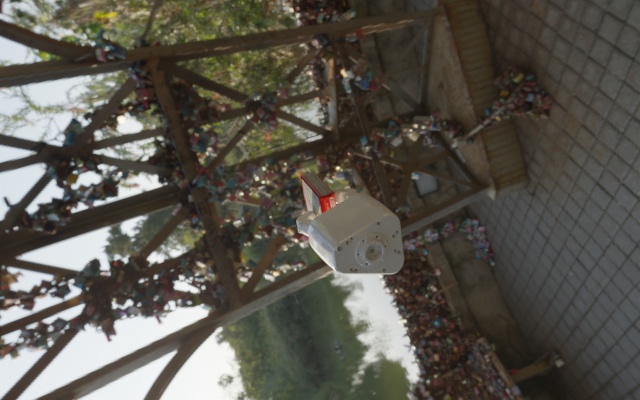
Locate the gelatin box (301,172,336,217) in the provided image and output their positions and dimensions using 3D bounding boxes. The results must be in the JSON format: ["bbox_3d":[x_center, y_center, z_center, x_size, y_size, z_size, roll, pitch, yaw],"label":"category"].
[{"bbox_3d":[0.000,0.003,0.809,0.030,0.073,0.089,-21,34,-15],"label":"gelatin box"}]
